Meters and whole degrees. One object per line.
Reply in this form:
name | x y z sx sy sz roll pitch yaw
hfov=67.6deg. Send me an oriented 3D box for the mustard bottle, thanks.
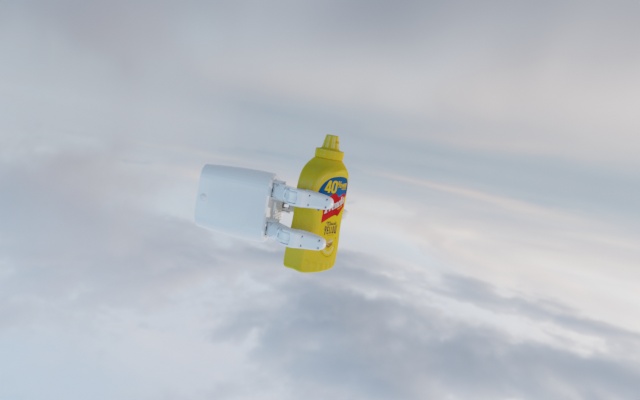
mustard bottle | 0.000 0.003 0.678 0.058 0.191 0.096 14 9 33
